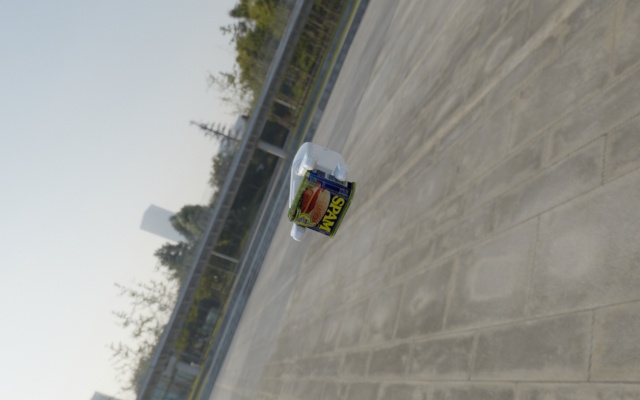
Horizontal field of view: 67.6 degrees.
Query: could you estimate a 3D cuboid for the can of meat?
[{"bbox_3d":[0.000,0.003,0.788,0.084,0.102,0.057,21,29,-6],"label":"can of meat"}]
